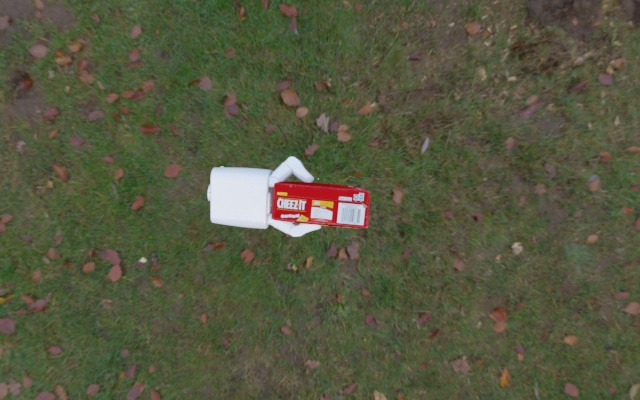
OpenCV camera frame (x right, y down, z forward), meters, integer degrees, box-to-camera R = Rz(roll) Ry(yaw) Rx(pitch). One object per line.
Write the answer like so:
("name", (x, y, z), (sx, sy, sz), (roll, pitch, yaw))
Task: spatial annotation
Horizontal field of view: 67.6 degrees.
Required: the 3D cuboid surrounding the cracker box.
("cracker box", (0.000, 0.003, 0.893), (0.164, 0.072, 0.213), (5, 3, 0))
